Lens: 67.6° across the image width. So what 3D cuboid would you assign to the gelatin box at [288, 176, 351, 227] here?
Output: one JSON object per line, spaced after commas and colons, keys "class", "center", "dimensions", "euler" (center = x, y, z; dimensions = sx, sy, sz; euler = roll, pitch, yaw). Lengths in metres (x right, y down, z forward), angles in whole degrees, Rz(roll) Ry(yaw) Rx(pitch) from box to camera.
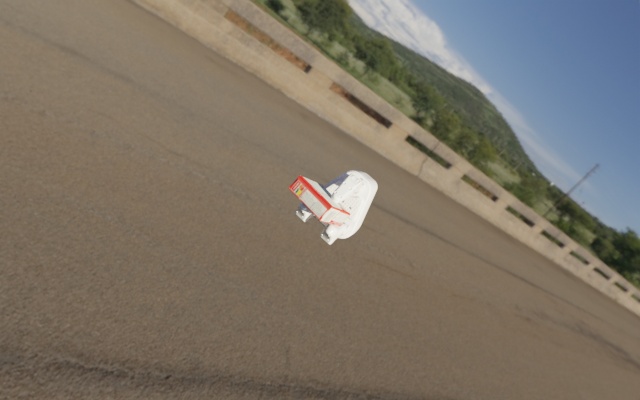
{"class": "gelatin box", "center": [0.000, 0.002, 0.729], "dimensions": [0.073, 0.030, 0.089], "euler": [46, 10, 22]}
